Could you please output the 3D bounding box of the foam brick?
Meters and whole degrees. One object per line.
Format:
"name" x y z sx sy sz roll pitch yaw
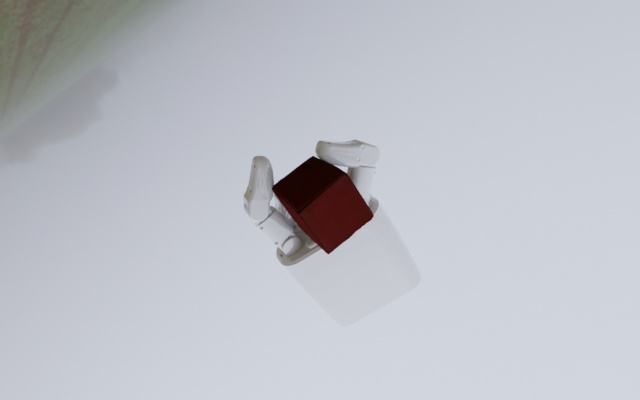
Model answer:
"foam brick" 0.000 0.001 0.420 0.053 0.051 0.078 -38 26 -7
